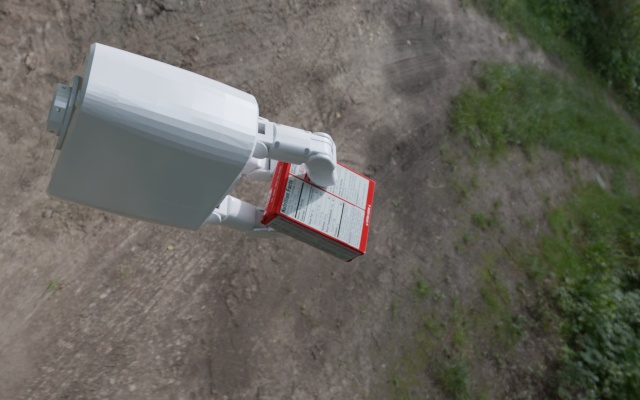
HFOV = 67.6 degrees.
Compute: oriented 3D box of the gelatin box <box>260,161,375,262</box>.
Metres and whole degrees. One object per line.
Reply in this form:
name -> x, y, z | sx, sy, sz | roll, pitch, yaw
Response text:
gelatin box -> 0.001, 0.001, 0.403 | 0.089, 0.073, 0.030 | 25, -34, -22
